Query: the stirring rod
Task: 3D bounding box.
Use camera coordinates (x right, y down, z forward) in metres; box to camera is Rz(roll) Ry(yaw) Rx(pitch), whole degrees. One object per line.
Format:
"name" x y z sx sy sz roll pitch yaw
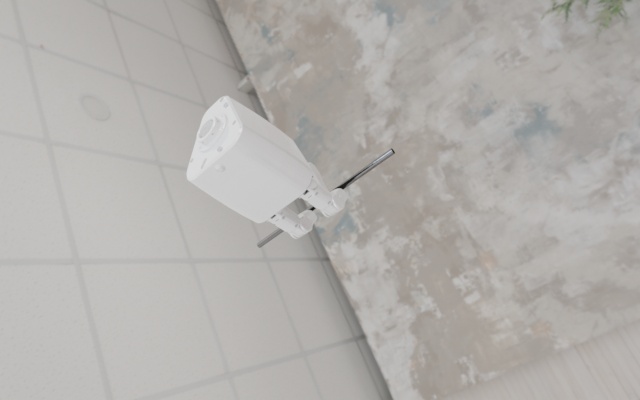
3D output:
"stirring rod" 0.000 0.002 0.636 0.239 0.011 0.011 -35 -17 25
